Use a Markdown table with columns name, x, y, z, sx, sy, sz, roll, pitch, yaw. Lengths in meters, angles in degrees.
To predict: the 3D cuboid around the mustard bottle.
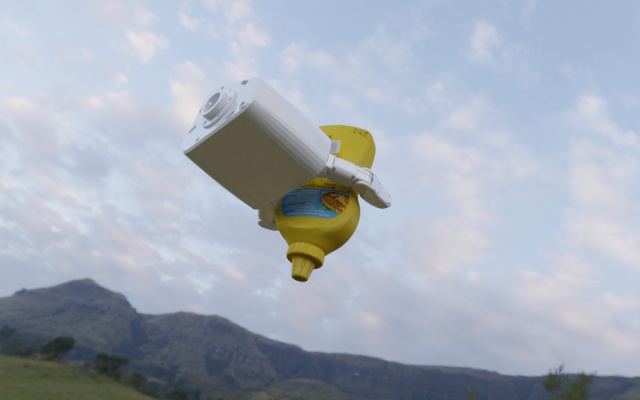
| name | x | y | z | sx | sy | sz | roll | pitch | yaw |
| --- | --- | --- | --- | --- | --- | --- | --- | --- | --- |
| mustard bottle | 0.000 | 0.002 | 0.544 | 0.096 | 0.191 | 0.058 | 3 | -33 | 21 |
